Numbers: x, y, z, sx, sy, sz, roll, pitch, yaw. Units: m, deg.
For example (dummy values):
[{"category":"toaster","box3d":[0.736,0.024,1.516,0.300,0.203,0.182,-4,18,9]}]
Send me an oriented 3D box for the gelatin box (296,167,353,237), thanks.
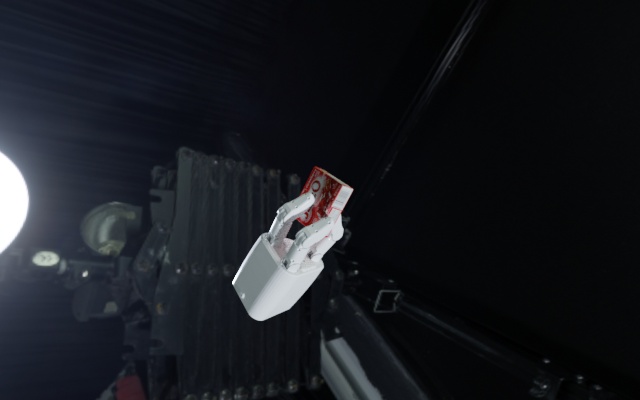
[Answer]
[{"category":"gelatin box","box3d":[0.001,0.002,0.743,0.030,0.089,0.073,19,13,-45]}]
